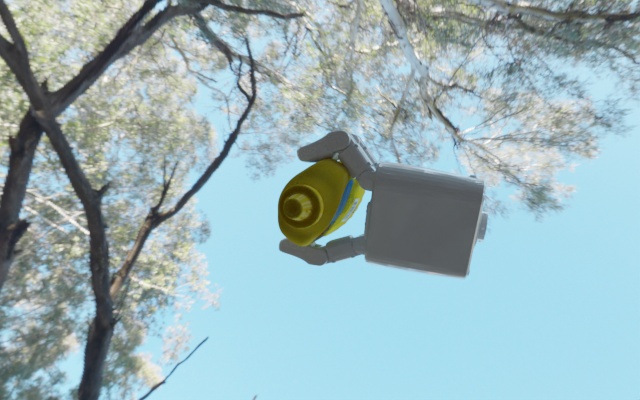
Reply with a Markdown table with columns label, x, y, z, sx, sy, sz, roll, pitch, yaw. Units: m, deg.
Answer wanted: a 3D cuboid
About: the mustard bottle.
| label | x | y | z | sx | sy | sz | roll | pitch | yaw |
| --- | --- | --- | --- | --- | --- | --- | --- | --- | --- |
| mustard bottle | 0.000 | 0.002 | 0.511 | 0.058 | 0.096 | 0.191 | 35 | 11 | 10 |
